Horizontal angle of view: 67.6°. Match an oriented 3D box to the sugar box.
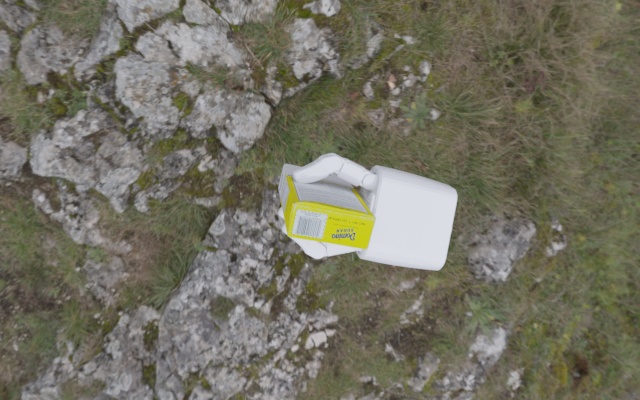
[{"bbox_3d":[0.000,0.003,0.589,0.093,0.048,0.176,11,13,-11],"label":"sugar box"}]
